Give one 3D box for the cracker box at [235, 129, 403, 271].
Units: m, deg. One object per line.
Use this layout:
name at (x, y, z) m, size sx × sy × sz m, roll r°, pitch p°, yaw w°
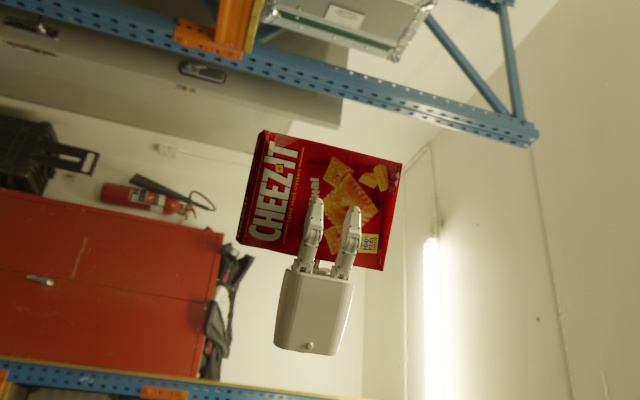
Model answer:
cracker box at (0.000, 0.002, 0.693) m, size 0.214 × 0.164 × 0.072 m, roll 12°, pitch -2°, yaw -14°
